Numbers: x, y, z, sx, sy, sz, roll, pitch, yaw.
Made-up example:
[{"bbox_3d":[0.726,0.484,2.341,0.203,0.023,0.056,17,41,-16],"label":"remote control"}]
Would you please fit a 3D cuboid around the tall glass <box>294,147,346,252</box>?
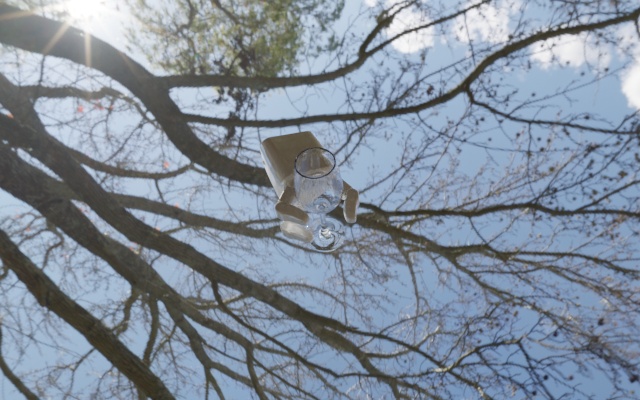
[{"bbox_3d":[0.000,0.003,0.783,0.079,0.079,0.201,0,-36,6],"label":"tall glass"}]
